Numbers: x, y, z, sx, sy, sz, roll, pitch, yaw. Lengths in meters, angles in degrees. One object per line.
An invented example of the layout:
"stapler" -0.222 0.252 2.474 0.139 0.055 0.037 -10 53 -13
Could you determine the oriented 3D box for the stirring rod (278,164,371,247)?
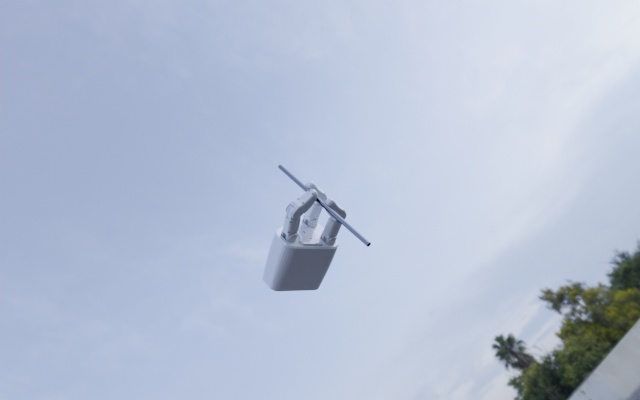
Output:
"stirring rod" 0.000 0.003 0.796 0.011 0.011 0.239 0 32 -47
